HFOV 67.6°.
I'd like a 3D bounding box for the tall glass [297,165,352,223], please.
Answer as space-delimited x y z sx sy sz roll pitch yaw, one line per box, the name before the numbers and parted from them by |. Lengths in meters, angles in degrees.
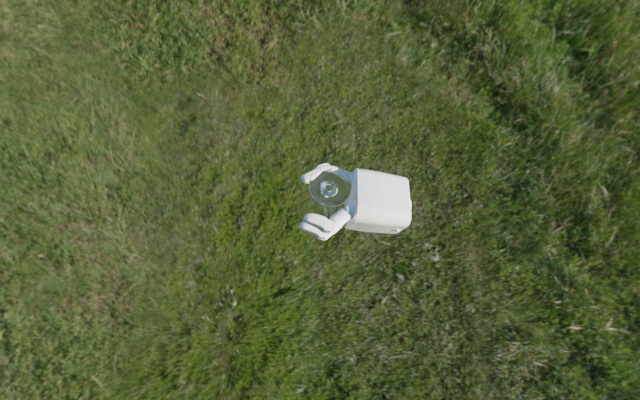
tall glass | 0.000 0.003 0.899 0.079 0.079 0.201 0 -16 -11
